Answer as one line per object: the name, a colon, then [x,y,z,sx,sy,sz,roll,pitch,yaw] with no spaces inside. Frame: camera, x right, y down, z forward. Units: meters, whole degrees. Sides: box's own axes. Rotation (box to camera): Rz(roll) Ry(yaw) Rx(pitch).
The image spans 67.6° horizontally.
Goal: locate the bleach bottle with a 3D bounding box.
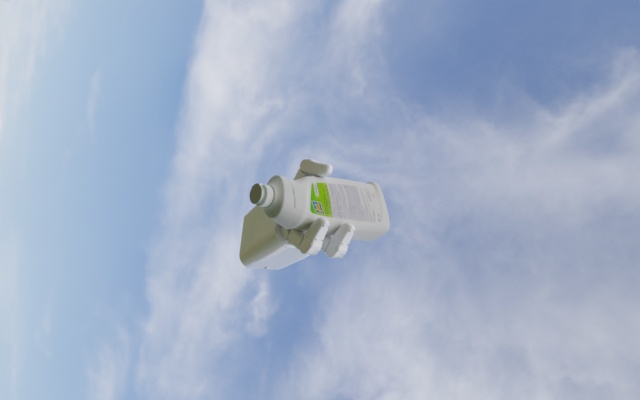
bleach bottle: [0.000,0.002,0.731,0.251,0.102,0.068,12,-35,-43]
